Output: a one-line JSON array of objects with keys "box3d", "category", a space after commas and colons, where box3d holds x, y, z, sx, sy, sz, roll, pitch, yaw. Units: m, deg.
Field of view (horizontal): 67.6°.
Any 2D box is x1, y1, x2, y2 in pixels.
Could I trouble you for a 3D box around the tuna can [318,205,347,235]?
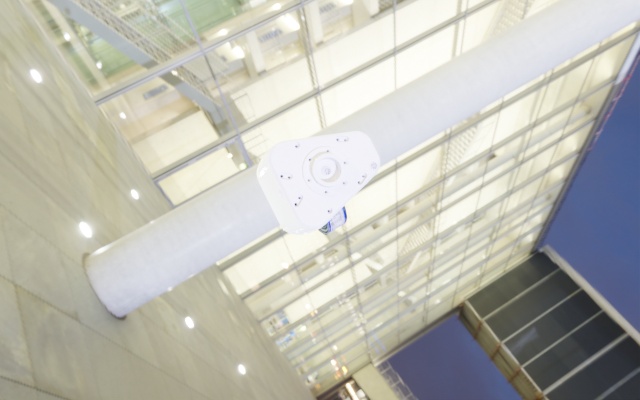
[{"box3d": [0.001, 0.002, 0.651, 0.033, 0.086, 0.086, -30, 9, -16], "category": "tuna can"}]
